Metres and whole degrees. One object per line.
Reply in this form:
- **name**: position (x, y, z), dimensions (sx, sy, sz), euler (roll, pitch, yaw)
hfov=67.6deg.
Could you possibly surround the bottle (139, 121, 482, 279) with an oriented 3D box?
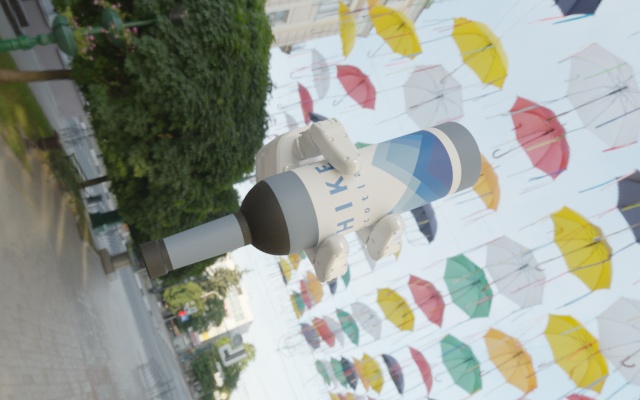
- **bottle**: position (0.000, 0.001, 0.404), dimensions (0.295, 0.069, 0.069), euler (-19, 7, -20)
